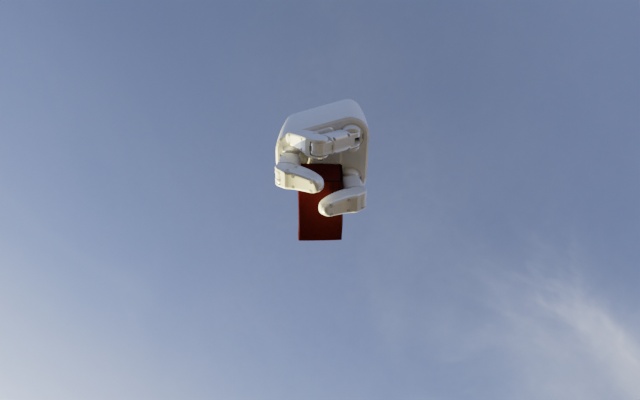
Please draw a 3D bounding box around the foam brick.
[{"bbox_3d":[0.000,0.002,0.562,0.053,0.078,0.051,1,26,0],"label":"foam brick"}]
